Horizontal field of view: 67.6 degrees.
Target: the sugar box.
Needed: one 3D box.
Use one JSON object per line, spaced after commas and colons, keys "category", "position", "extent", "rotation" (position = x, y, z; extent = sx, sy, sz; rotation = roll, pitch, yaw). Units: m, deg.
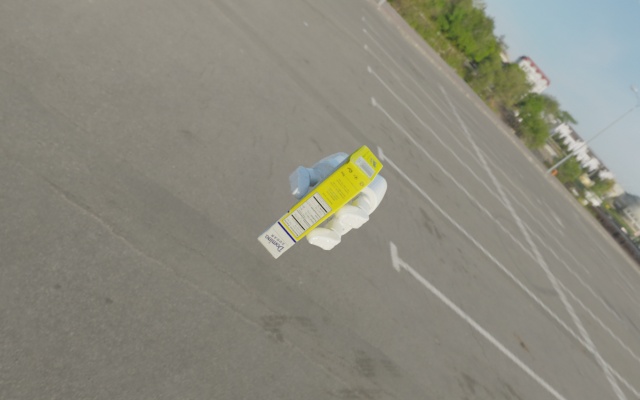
{"category": "sugar box", "position": [0.001, 0.002, 0.652], "extent": [0.176, 0.048, 0.093], "rotation": [-42, 1, 24]}
